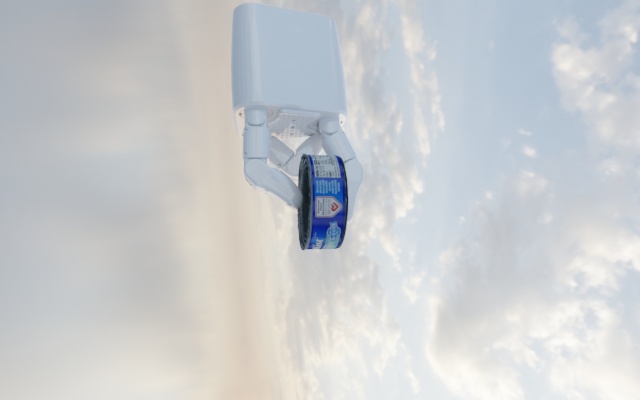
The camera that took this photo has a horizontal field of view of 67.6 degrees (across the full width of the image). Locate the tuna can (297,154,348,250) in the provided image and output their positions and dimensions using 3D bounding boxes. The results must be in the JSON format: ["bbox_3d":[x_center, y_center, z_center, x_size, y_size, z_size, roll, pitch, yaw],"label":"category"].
[{"bbox_3d":[0.001,0.001,0.427,0.034,0.086,0.086,1,0,-9],"label":"tuna can"}]
